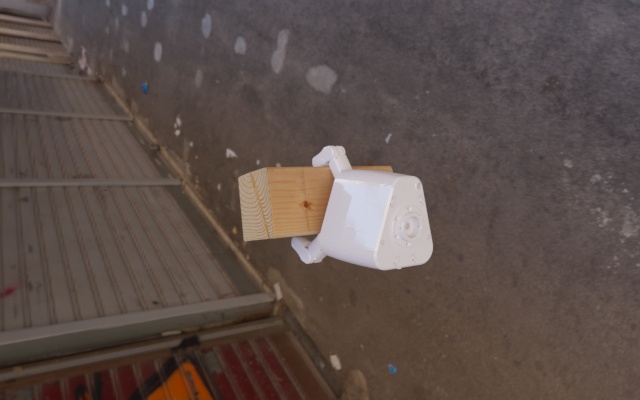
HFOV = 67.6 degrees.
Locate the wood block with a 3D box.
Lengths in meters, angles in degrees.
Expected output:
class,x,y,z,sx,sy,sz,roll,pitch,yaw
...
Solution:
class,x,y,z,sx,sy,sz,roll,pitch,yaw
wood block,0.000,0.002,0.675,0.206,0.091,0.090,-3,-5,-34
